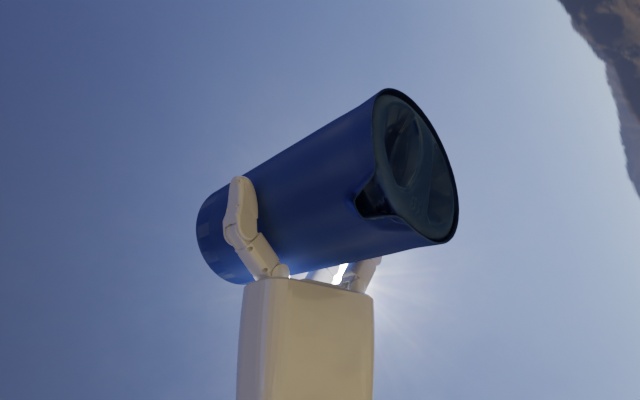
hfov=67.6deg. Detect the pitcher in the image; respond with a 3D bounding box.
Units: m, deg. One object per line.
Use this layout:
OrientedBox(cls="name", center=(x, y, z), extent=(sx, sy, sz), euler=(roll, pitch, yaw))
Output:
OrientedBox(cls="pitcher", center=(0.000, 0.002, 0.460), extent=(0.243, 0.145, 0.149), euler=(-21, -34, 36))
